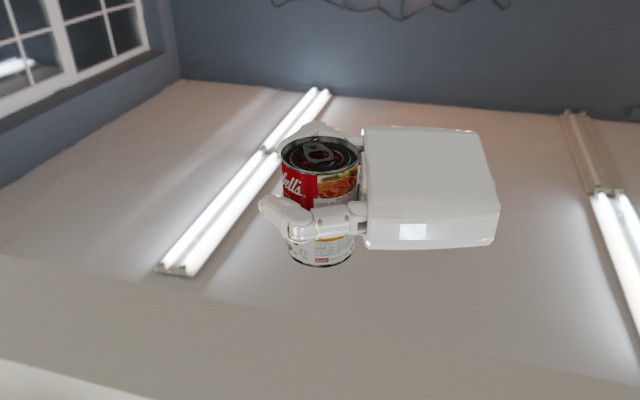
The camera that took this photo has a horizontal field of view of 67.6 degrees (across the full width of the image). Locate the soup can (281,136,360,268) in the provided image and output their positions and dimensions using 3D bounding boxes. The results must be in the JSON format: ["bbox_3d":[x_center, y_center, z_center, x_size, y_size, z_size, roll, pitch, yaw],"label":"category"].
[{"bbox_3d":[0.000,0.002,0.434,0.068,0.102,0.068,0,33,0],"label":"soup can"}]
